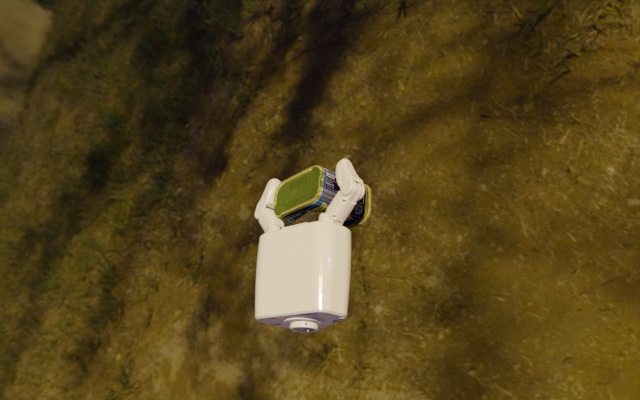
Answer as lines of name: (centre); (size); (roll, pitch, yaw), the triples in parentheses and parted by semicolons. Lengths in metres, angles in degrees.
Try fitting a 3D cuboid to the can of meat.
can of meat: (0.000, 0.002, 0.619); (0.084, 0.057, 0.102); (23, -31, -35)
